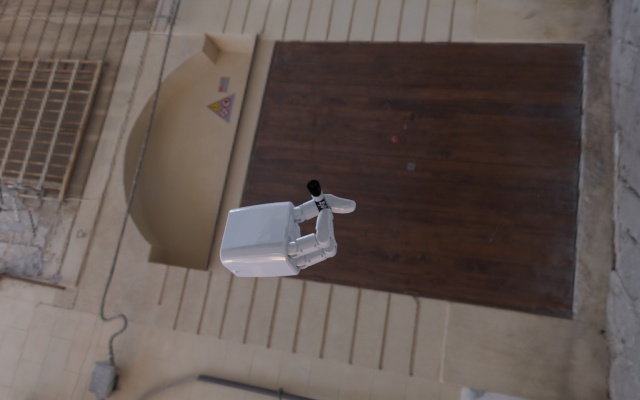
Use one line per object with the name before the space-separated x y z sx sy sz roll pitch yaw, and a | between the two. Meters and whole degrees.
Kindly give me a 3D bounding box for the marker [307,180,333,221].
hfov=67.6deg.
marker | 0.000 0.002 0.733 0.020 0.020 0.121 0 -26 12
